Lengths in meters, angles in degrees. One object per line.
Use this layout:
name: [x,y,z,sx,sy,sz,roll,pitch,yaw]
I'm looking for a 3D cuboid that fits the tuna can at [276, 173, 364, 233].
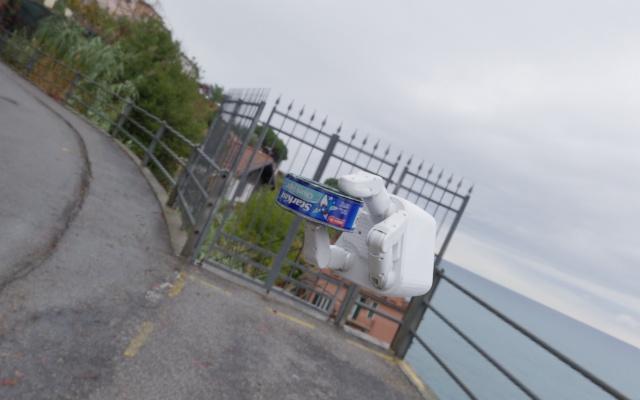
tuna can: [0.000,0.001,0.486,0.086,0.034,0.086,21,5,-2]
